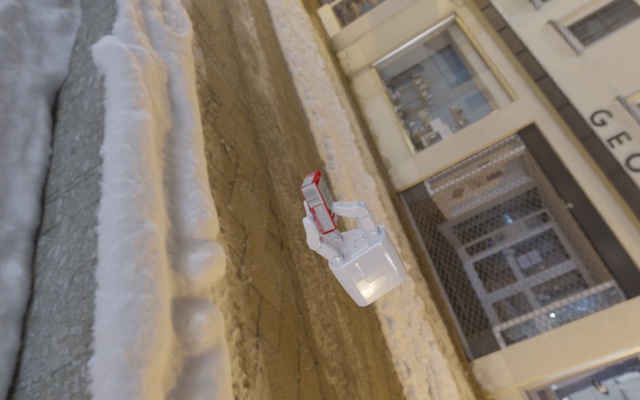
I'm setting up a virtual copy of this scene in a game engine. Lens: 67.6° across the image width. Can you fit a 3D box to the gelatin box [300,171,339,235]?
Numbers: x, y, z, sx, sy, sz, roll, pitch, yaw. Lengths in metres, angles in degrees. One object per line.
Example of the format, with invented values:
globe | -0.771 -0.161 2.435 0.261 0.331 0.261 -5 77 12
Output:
gelatin box | 0.000 0.002 0.796 0.030 0.089 0.073 -21 16 13
